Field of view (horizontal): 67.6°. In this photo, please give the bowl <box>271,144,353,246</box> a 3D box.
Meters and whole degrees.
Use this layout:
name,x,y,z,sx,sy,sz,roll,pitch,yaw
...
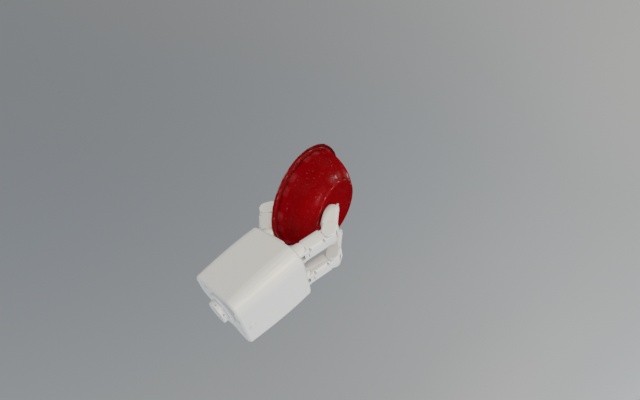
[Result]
name,x,y,z,sx,sy,sz,roll,pitch,yaw
bowl,0.001,0.001,0.696,0.055,0.162,0.162,24,11,26
